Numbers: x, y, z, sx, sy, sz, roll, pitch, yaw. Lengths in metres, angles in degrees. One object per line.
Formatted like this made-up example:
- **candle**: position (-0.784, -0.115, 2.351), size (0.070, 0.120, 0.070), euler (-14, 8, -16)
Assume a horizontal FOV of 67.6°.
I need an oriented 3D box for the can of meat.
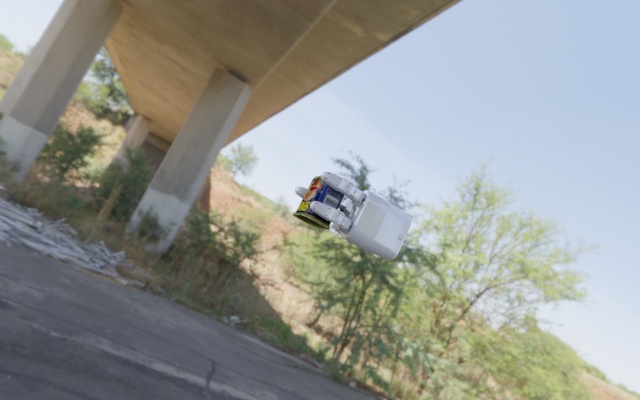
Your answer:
- **can of meat**: position (0.000, 0.003, 0.872), size (0.057, 0.084, 0.102), euler (29, -9, -14)
